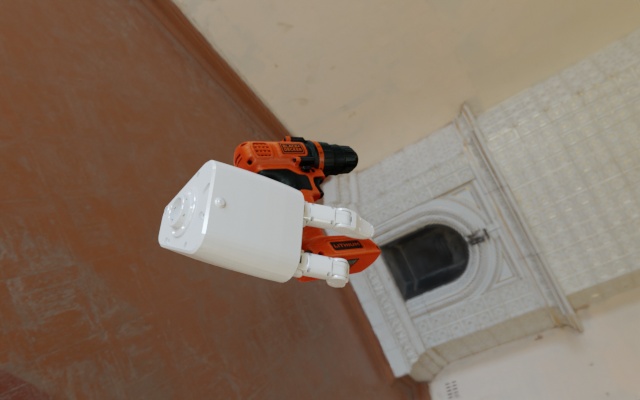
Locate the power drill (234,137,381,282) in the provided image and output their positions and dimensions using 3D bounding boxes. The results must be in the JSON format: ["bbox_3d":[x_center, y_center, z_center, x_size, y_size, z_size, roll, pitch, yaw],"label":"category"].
[{"bbox_3d":[0.000,0.002,0.594,0.184,0.187,0.057,-5,-35,-35],"label":"power drill"}]
